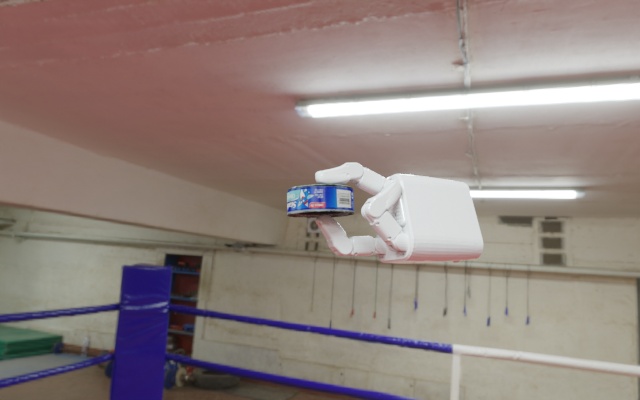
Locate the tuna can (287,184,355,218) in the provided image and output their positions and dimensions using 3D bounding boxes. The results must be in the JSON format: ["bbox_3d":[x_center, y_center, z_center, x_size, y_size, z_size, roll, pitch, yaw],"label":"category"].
[{"bbox_3d":[0.000,0.001,0.604,0.086,0.033,0.086,-1,-7,0],"label":"tuna can"}]
